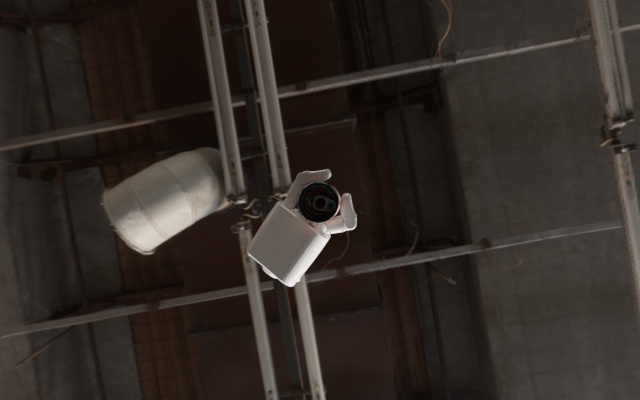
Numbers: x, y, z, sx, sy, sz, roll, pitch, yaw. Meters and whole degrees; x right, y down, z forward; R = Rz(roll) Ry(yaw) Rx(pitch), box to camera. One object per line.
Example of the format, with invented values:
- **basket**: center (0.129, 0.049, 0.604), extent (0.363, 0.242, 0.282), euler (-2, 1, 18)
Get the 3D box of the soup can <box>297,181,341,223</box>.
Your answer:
- **soup can**: center (0.000, 0.002, 0.814), extent (0.068, 0.068, 0.102), euler (0, 0, 5)
